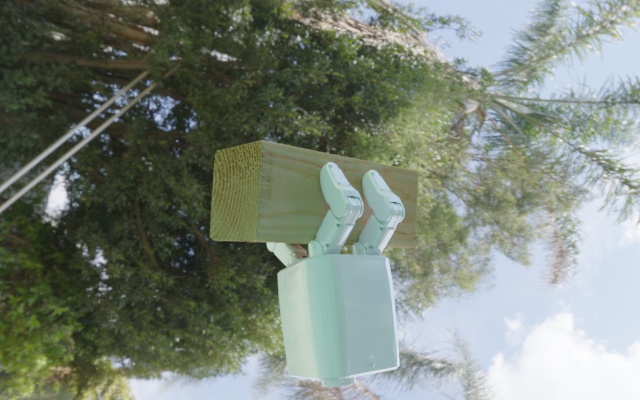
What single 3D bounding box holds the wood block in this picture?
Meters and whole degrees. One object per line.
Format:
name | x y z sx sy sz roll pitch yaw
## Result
wood block | 0.000 0.002 0.501 0.206 0.090 0.091 7 -7 -39
